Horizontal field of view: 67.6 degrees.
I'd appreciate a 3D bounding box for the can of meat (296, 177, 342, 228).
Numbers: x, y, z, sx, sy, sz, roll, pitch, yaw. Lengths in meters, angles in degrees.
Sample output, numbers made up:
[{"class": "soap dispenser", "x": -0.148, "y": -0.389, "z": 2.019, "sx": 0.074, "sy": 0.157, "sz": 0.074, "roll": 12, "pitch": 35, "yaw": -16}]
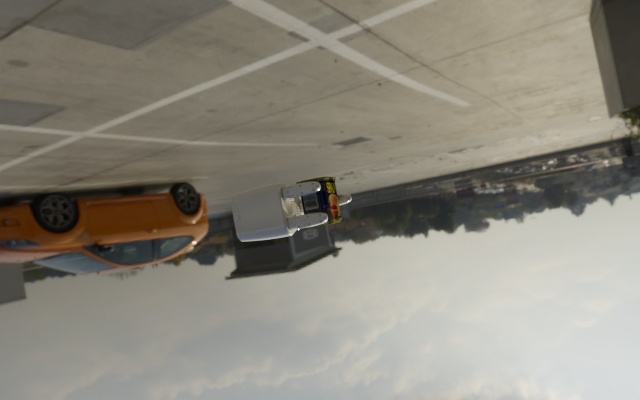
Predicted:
[{"class": "can of meat", "x": 0.000, "y": 0.003, "z": 0.872, "sx": 0.057, "sy": 0.084, "sz": 0.102, "roll": -10, "pitch": -1, "yaw": 15}]
